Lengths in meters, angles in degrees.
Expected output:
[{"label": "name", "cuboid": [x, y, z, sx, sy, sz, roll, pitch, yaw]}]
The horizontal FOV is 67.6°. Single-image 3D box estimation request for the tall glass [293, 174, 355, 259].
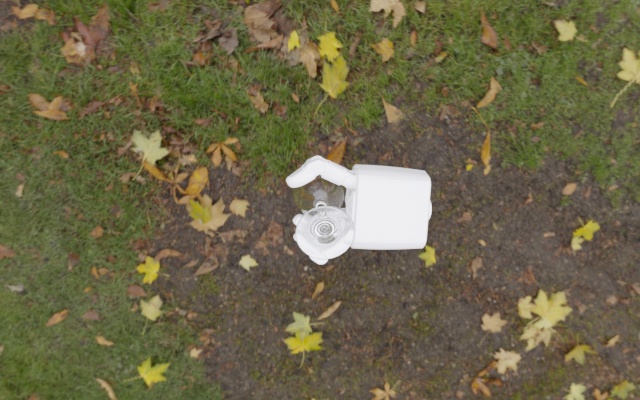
[{"label": "tall glass", "cuboid": [0.000, 0.002, 0.684, 0.079, 0.079, 0.201, 0, 23, -4]}]
